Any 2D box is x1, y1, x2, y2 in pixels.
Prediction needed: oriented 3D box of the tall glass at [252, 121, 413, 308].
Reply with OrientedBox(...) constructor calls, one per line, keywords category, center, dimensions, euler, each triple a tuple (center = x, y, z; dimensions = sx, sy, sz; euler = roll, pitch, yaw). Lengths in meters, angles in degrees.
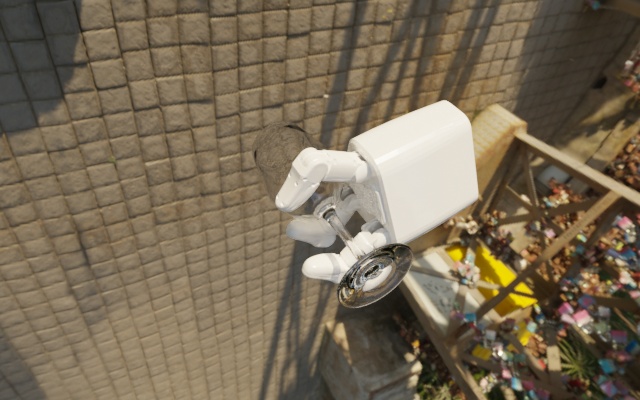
OrientedBox(category="tall glass", center=(0.000, 0.002, 0.456), dimensions=(0.079, 0.079, 0.201), euler=(0, 38, -37))
